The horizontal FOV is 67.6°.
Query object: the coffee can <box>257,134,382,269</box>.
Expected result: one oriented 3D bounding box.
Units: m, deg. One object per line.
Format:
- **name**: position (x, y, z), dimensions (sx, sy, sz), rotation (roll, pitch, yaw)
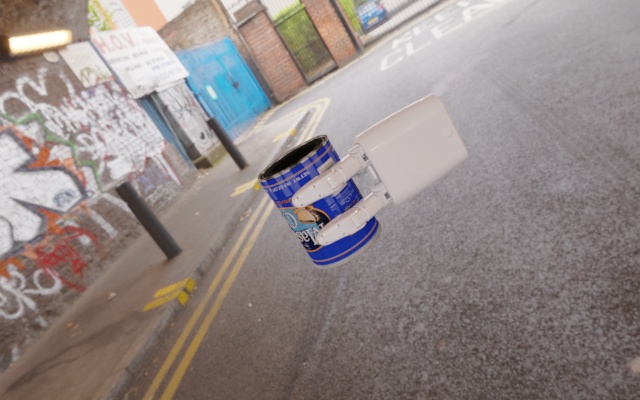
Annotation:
- **coffee can**: position (0.000, 0.002, 0.612), dimensions (0.103, 0.140, 0.102), rotation (-30, 17, 10)
